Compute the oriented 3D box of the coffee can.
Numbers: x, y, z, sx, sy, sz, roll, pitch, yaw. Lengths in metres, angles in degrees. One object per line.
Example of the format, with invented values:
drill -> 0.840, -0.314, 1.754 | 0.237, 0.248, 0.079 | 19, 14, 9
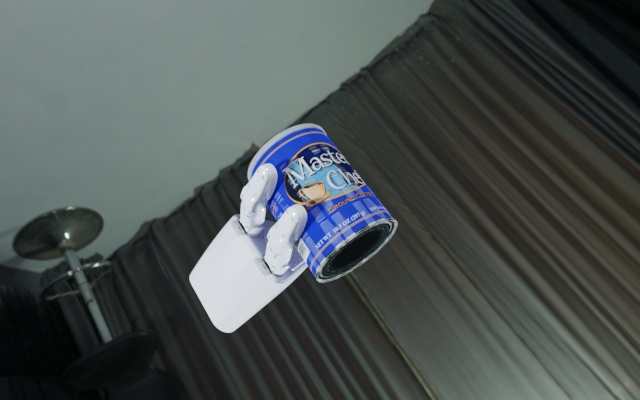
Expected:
coffee can -> 0.000, 0.001, 0.517 | 0.103, 0.140, 0.103 | -30, -24, -15
